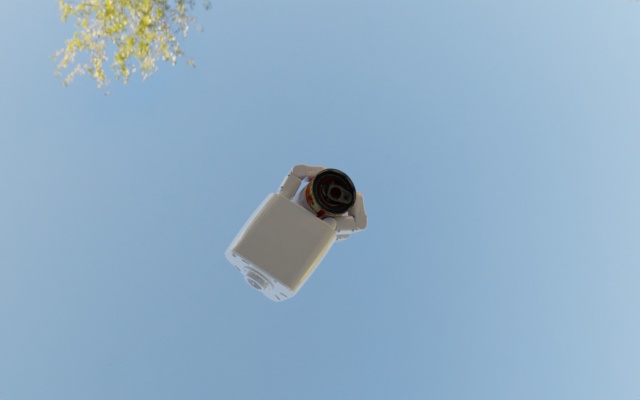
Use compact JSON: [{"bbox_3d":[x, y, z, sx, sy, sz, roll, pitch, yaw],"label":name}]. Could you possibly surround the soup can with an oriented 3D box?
[{"bbox_3d":[0.000,0.002,0.704,0.068,0.068,0.102,0,-18,-24],"label":"soup can"}]
